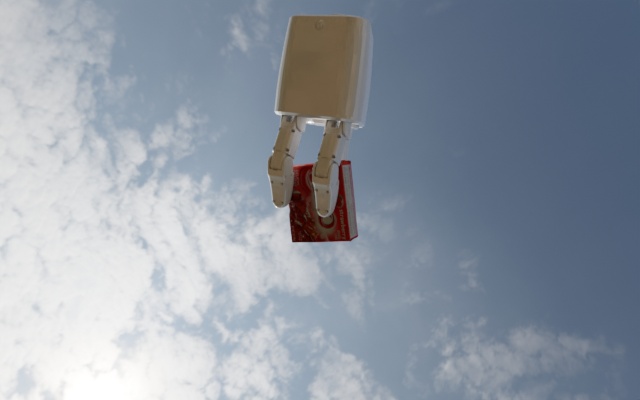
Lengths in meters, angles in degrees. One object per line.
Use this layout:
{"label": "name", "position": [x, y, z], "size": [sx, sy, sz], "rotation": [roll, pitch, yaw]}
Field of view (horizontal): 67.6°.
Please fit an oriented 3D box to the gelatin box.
{"label": "gelatin box", "position": [0.000, 0.002, 0.537], "size": [0.073, 0.089, 0.030], "rotation": [-4, 6, 26]}
